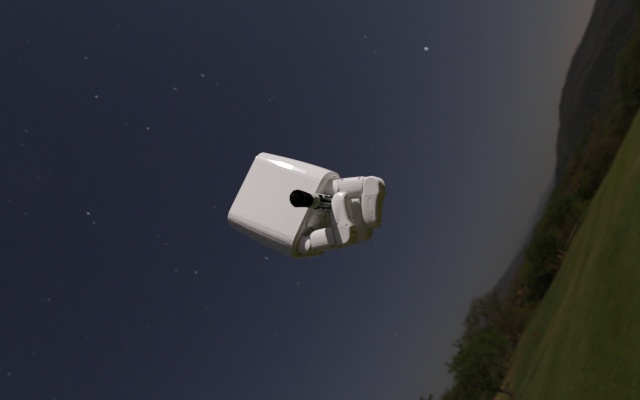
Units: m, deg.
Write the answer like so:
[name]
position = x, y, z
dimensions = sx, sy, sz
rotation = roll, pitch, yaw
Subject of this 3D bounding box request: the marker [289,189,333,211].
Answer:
[marker]
position = 0.000, 0.002, 0.538
dimensions = 0.020, 0.020, 0.121
rotation = 0, -4, 27
